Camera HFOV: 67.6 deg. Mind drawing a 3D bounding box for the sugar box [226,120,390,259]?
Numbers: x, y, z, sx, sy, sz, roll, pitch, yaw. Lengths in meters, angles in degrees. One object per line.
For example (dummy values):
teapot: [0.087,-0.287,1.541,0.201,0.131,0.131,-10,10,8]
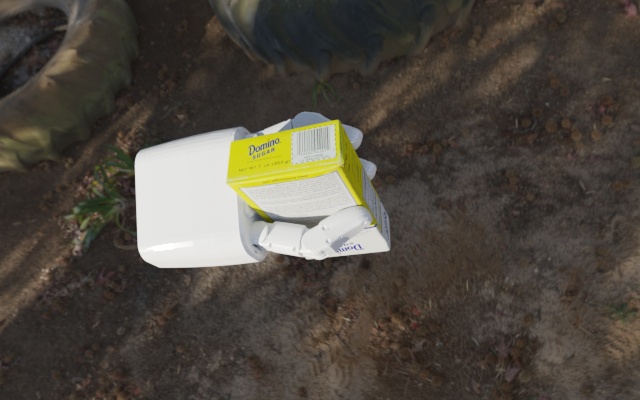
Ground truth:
sugar box: [0.000,0.001,0.425,0.093,0.048,0.176,-8,-26,16]
